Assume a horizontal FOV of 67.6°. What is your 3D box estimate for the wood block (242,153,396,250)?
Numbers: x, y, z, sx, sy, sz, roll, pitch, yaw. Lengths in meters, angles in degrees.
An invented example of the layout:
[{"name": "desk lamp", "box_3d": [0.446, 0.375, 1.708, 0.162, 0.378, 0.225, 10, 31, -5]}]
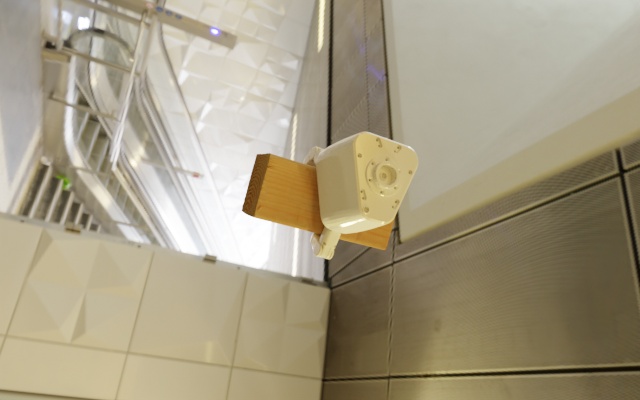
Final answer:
[{"name": "wood block", "box_3d": [0.000, 0.003, 0.706, 0.206, 0.091, 0.090, 16, -1, -21]}]
